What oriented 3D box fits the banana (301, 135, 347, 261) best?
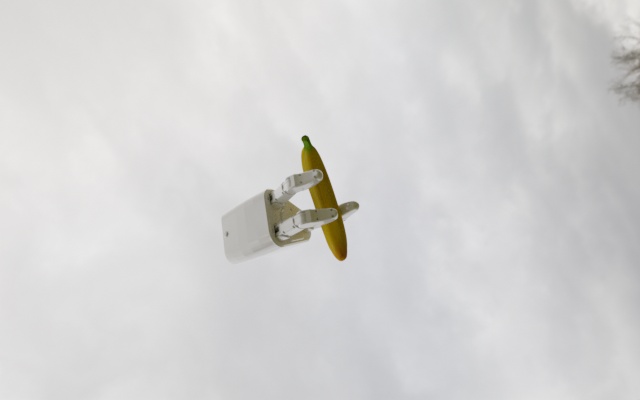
[{"bbox_3d":[0.003,-0.002,0.746,0.037,0.198,0.069,-19,0,13],"label":"banana"}]
